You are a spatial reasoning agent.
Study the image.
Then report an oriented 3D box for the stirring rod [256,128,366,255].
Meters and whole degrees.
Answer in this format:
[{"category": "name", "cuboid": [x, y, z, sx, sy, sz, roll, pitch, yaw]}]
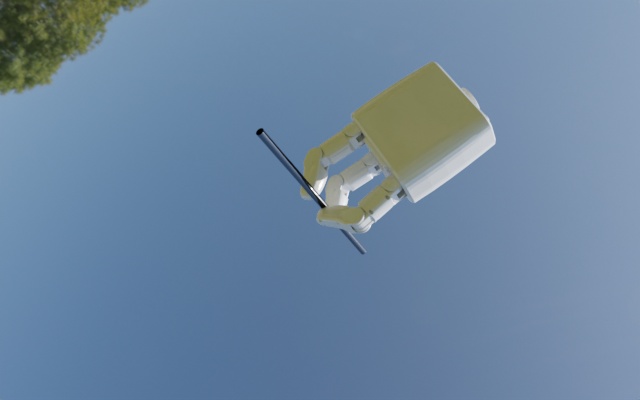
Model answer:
[{"category": "stirring rod", "cuboid": [0.000, 0.002, 0.507, 0.011, 0.011, 0.240, 0, -31, 31]}]
